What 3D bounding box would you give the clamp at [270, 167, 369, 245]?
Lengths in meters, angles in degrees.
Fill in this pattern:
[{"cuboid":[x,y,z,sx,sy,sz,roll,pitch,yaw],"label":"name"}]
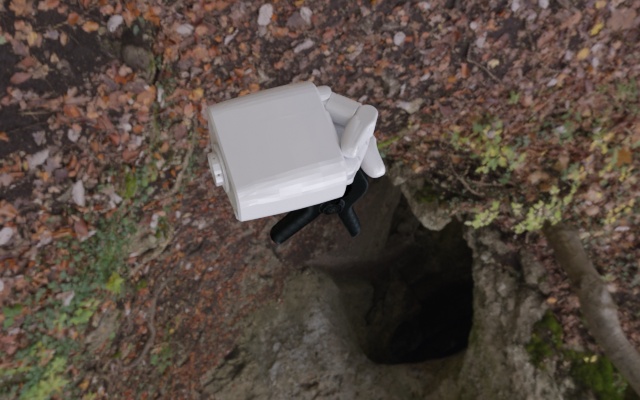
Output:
[{"cuboid":[0.000,0.002,0.563,0.120,0.039,0.172,-14,-35,-15],"label":"clamp"}]
